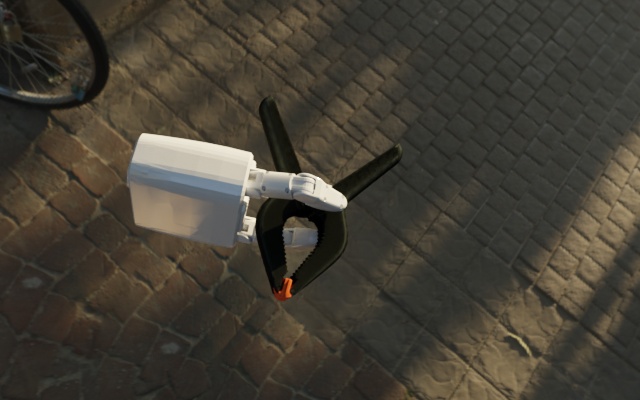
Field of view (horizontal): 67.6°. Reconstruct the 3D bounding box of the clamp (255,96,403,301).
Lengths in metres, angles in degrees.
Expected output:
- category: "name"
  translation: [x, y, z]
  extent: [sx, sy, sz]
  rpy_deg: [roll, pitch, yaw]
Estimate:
- category: "clamp"
  translation: [0.000, 0.002, 0.492]
  extent: [0.164, 0.210, 0.036]
  rpy_deg: [12, -21, -9]
